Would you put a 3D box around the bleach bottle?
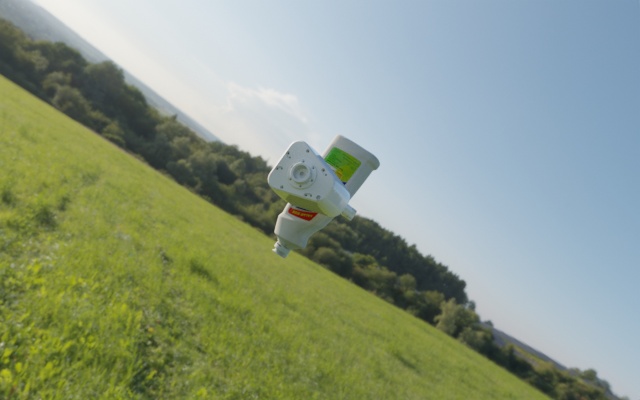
[{"bbox_3d":[0.000,0.003,0.899,0.102,0.251,0.068,35,-2,19],"label":"bleach bottle"}]
